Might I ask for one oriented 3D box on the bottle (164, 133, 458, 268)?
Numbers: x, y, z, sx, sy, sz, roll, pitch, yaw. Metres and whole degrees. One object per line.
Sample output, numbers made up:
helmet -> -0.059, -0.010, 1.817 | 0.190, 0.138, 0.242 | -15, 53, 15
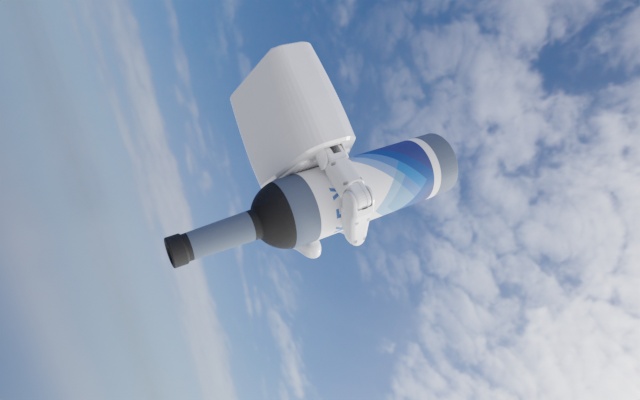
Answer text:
bottle -> 0.000, 0.002, 0.460 | 0.295, 0.069, 0.069 | -19, 8, -25
